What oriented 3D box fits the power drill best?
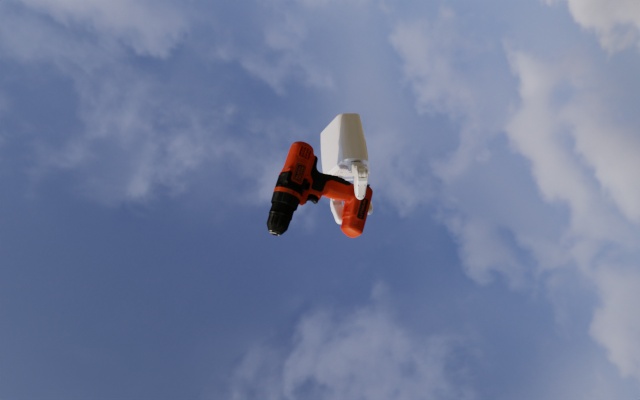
[{"bbox_3d":[0.001,0.003,0.898,0.188,0.184,0.057,25,-18,-25],"label":"power drill"}]
